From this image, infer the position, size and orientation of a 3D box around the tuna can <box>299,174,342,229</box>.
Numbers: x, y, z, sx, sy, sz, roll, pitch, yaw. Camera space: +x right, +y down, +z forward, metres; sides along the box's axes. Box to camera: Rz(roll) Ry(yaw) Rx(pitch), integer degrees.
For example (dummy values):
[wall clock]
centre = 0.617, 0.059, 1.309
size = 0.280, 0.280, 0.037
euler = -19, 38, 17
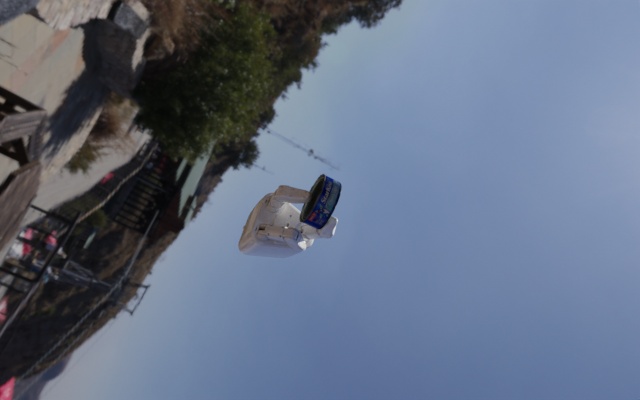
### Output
[tuna can]
centre = 0.001, 0.003, 0.765
size = 0.034, 0.086, 0.086
euler = 26, -6, -12
